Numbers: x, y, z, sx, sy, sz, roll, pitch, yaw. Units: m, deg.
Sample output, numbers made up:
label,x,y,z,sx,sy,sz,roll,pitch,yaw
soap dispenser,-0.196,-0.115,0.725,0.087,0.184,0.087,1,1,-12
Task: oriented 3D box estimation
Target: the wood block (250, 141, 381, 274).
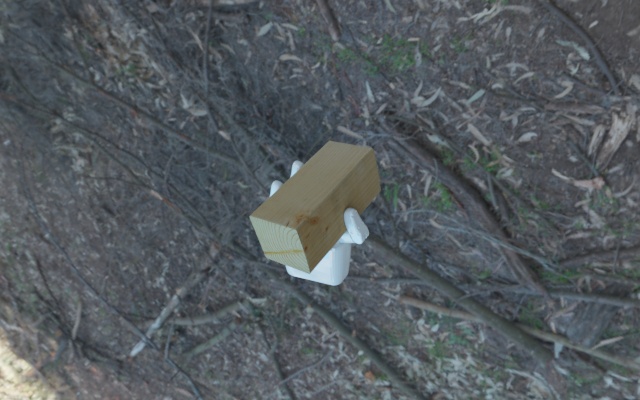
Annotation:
label,x,y,z,sx,sy,sz,roll,pitch,yaw
wood block,0.000,0.003,0.742,0.091,0.090,0.206,15,46,34
